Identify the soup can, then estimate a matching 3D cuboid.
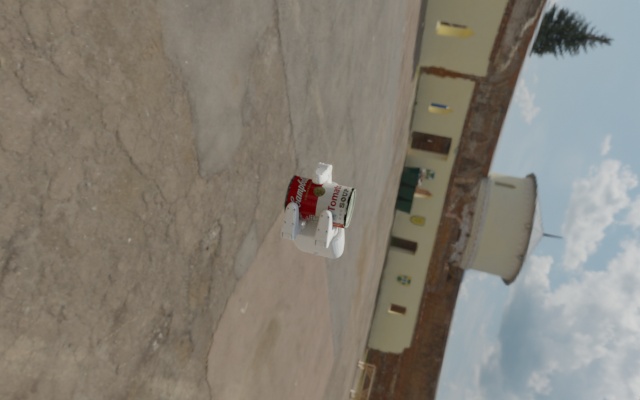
[{"bbox_3d":[0.000,0.002,0.772,0.102,0.068,0.068,13,2,11],"label":"soup can"}]
